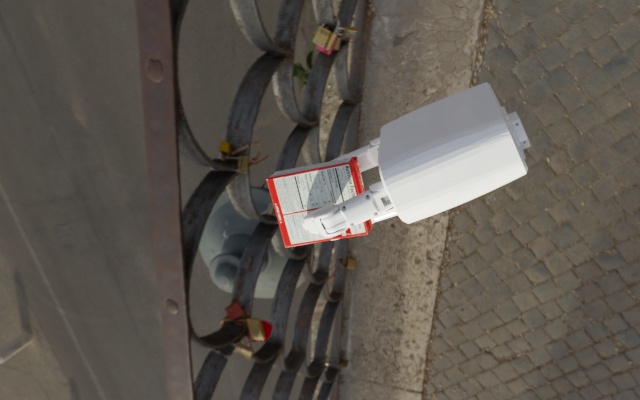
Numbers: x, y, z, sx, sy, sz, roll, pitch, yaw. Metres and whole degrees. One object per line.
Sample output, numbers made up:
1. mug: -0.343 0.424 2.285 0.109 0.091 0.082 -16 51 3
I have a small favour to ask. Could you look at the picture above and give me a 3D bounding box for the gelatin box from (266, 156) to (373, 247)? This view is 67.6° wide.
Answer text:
1. gelatin box: 0.000 0.002 0.466 0.089 0.073 0.030 -11 15 15
